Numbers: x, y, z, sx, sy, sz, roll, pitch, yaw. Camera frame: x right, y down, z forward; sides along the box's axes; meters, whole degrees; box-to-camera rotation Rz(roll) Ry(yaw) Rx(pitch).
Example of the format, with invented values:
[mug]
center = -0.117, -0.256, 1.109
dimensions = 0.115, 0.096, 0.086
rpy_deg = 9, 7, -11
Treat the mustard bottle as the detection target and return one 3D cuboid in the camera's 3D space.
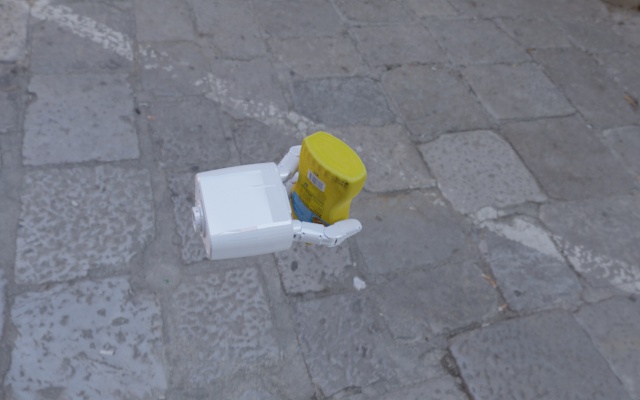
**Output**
[mustard bottle]
center = 0.000, 0.002, 0.676
dimensions = 0.058, 0.192, 0.096
rpy_deg = -31, 64, -34
